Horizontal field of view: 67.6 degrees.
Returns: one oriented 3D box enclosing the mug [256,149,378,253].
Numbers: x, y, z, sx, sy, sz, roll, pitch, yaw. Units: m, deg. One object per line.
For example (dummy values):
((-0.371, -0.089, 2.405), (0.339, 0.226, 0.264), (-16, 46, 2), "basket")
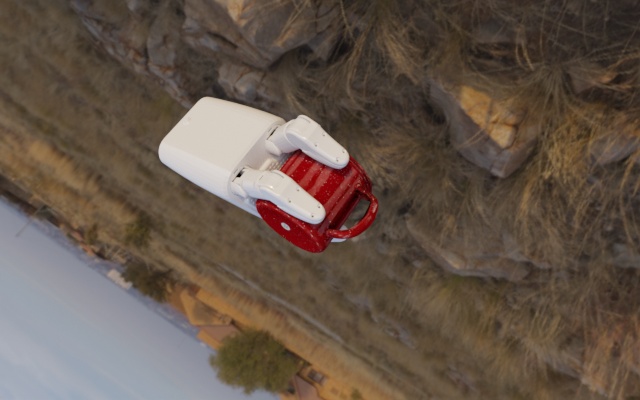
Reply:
((0.001, 0.002, 0.462), (0.117, 0.081, 0.093), (24, -23, 31), "mug")
